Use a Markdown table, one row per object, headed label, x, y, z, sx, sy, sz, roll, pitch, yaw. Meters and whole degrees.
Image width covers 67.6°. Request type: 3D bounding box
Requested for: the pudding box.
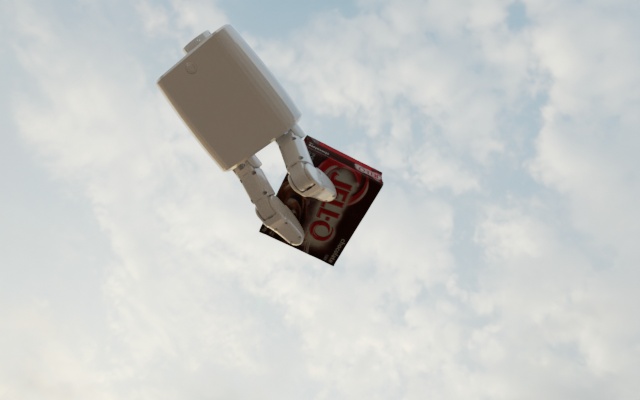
| label | x | y | z | sx | sy | sz | roll | pitch | yaw |
| --- | --- | --- | --- | --- | --- | --- | --- | --- | --- |
| pudding box | 0.000 | 0.002 | 0.496 | 0.090 | 0.113 | 0.039 | 26 | 28 | -6 |
